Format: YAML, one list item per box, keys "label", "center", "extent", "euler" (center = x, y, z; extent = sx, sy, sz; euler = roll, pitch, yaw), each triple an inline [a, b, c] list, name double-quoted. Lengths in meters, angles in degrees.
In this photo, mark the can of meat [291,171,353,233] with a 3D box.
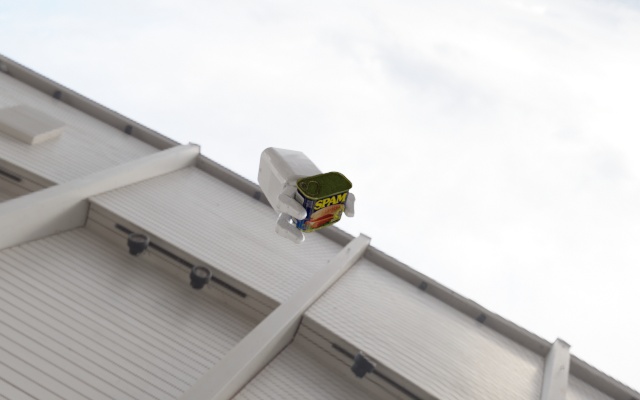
- label: "can of meat"
  center: [0.000, 0.003, 0.856]
  extent: [0.102, 0.084, 0.057]
  euler: [-16, 47, -33]
